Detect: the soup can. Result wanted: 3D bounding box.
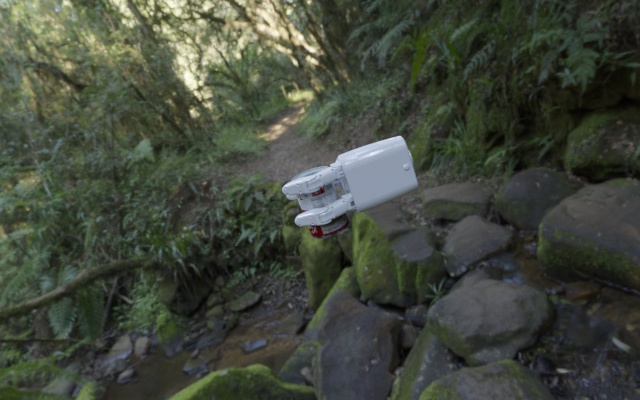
[{"bbox_3d":[0.000,0.002,0.787,0.068,0.102,0.068,-18,17,6],"label":"soup can"}]
